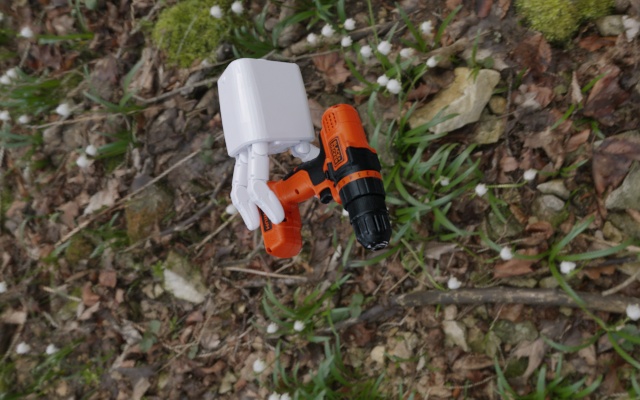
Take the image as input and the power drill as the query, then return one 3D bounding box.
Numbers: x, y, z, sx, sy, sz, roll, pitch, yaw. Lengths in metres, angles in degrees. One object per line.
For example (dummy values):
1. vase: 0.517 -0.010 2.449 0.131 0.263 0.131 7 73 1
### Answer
1. power drill: 0.000 0.002 0.588 0.057 0.184 0.188 12 -36 -41
